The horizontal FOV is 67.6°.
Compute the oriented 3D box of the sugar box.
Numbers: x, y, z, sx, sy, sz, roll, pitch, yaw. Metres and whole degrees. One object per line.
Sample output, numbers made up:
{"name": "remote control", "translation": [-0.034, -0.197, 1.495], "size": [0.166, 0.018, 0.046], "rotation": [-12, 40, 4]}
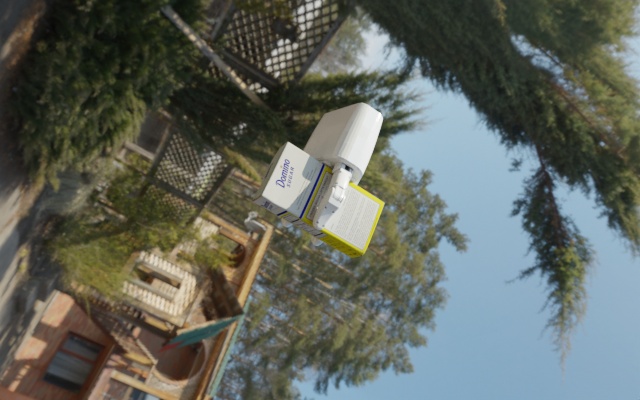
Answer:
{"name": "sugar box", "translation": [0.000, 0.002, 0.691], "size": [0.176, 0.093, 0.048], "rotation": [31, -24, -16]}
